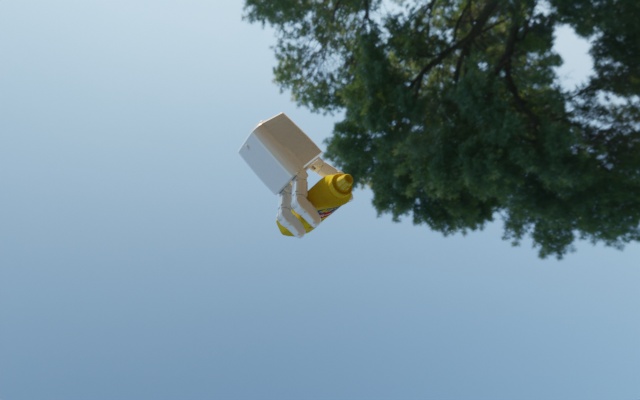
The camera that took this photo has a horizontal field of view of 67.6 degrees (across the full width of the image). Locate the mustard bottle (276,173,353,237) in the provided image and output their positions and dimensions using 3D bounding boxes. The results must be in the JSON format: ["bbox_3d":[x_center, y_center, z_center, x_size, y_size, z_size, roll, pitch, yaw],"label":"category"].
[{"bbox_3d":[0.000,0.003,0.847,0.096,0.058,0.192,-15,-16,-36],"label":"mustard bottle"}]
